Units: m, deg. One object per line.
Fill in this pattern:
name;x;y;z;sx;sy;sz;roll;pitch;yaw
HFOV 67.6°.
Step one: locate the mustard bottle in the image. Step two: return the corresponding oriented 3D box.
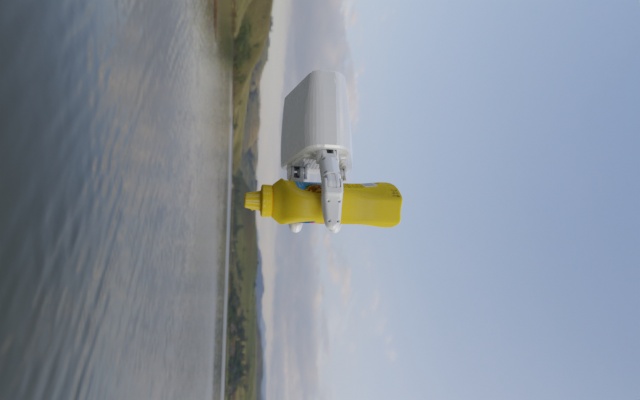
mustard bottle;0.000;0.002;0.608;0.191;0.058;0.096;2;10;-11
